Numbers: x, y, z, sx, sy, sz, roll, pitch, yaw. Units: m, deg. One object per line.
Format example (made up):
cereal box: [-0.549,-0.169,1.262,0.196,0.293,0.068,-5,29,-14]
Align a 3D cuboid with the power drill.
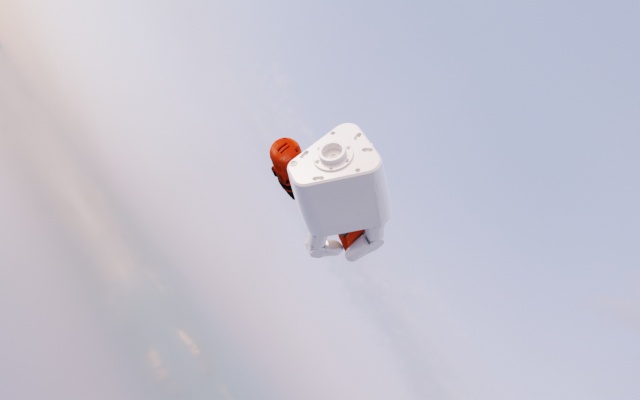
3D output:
power drill: [0.000,0.003,0.742,0.187,0.057,0.184,44,-9,18]
